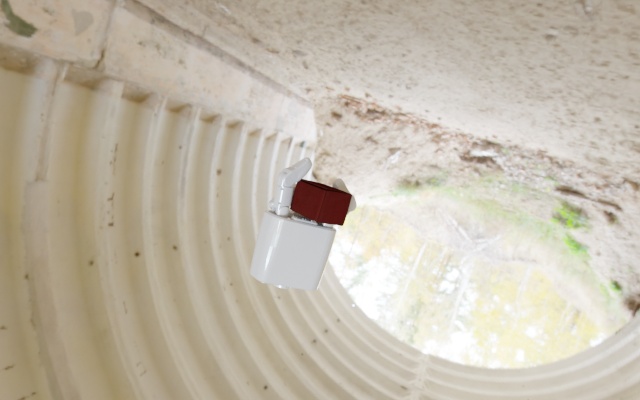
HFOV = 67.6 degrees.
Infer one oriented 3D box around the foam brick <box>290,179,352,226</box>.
[{"bbox_3d":[0.000,0.002,0.722,0.053,0.051,0.078,11,7,-38],"label":"foam brick"}]
